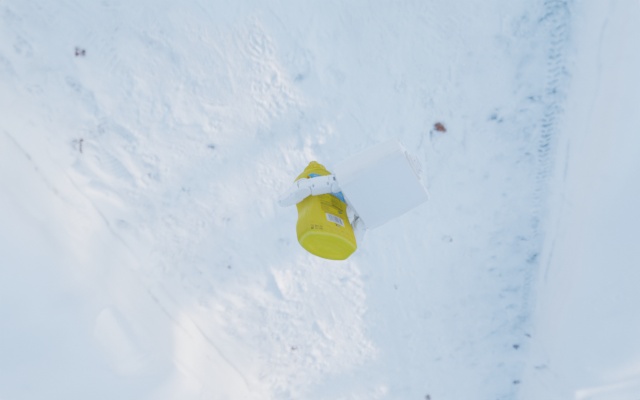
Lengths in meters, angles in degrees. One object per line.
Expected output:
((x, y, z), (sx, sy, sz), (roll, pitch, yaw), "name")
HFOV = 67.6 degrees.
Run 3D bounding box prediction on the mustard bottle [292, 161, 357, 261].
((0.000, 0.003, 0.772), (0.096, 0.191, 0.058), (22, -53, -29), "mustard bottle")
